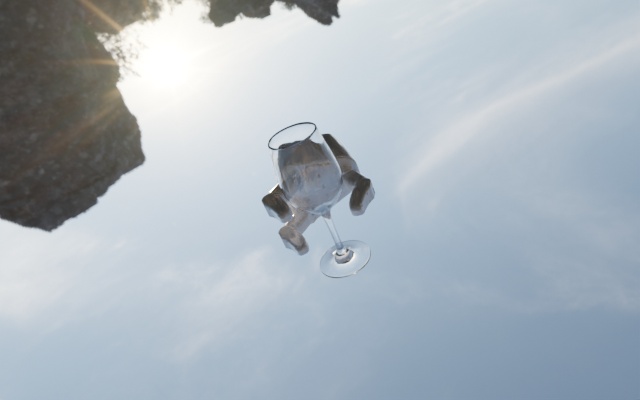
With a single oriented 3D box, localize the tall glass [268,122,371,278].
[{"bbox_3d":[0.000,0.003,0.609,0.079,0.201,0.079,-17,32,11],"label":"tall glass"}]
